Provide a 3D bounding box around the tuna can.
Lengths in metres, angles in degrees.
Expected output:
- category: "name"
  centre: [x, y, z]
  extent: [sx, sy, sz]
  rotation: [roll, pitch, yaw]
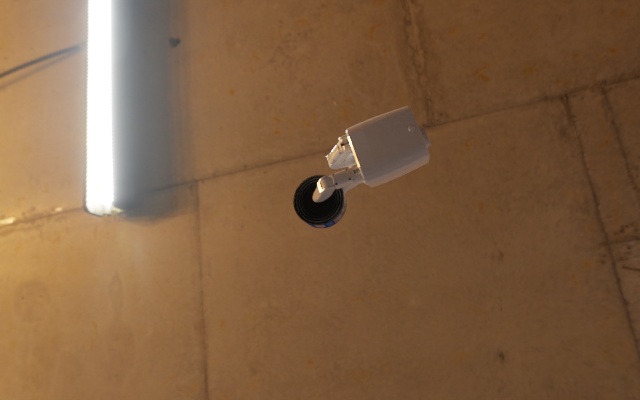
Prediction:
- category: "tuna can"
  centre: [0.000, 0.003, 0.798]
  extent: [0.086, 0.086, 0.034]
  rotation: [0, -16, 14]
